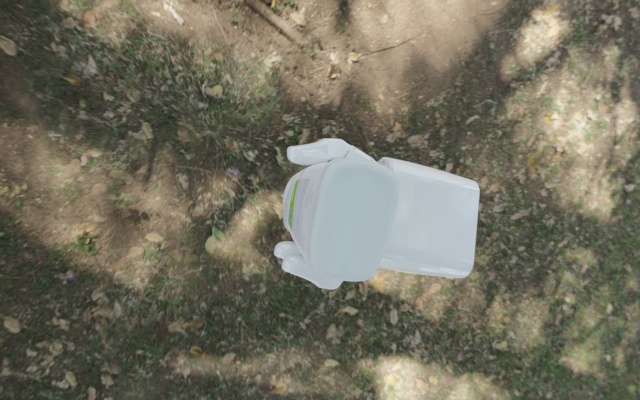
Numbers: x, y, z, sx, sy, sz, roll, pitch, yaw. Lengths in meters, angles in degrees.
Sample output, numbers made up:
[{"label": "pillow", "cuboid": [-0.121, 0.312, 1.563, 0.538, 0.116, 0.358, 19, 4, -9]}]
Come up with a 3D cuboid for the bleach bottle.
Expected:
[{"label": "bleach bottle", "cuboid": [0.000, 0.002, 0.495, 0.068, 0.102, 0.251, 11, 5, -13]}]
